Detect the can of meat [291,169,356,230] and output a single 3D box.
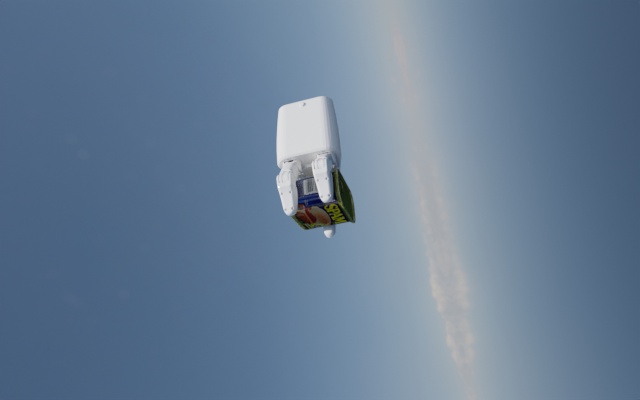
[{"bbox_3d":[0.000,0.003,0.723,0.084,0.057,0.102,-11,-28,13],"label":"can of meat"}]
